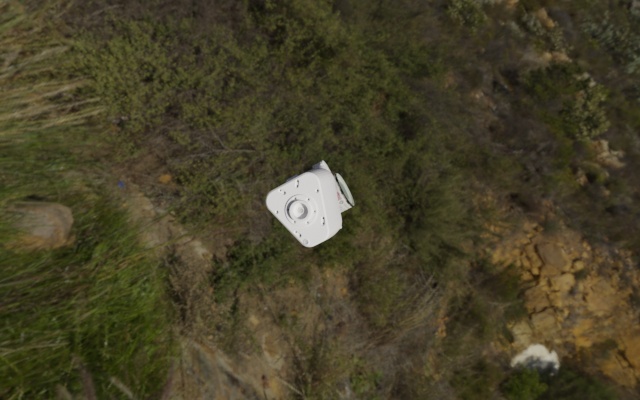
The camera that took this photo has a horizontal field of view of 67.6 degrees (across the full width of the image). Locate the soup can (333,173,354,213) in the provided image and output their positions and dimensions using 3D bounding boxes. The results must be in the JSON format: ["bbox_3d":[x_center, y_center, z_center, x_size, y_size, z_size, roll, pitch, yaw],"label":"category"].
[{"bbox_3d":[0.001,0.003,0.853,0.102,0.068,0.068,-28,-6,12],"label":"soup can"}]
